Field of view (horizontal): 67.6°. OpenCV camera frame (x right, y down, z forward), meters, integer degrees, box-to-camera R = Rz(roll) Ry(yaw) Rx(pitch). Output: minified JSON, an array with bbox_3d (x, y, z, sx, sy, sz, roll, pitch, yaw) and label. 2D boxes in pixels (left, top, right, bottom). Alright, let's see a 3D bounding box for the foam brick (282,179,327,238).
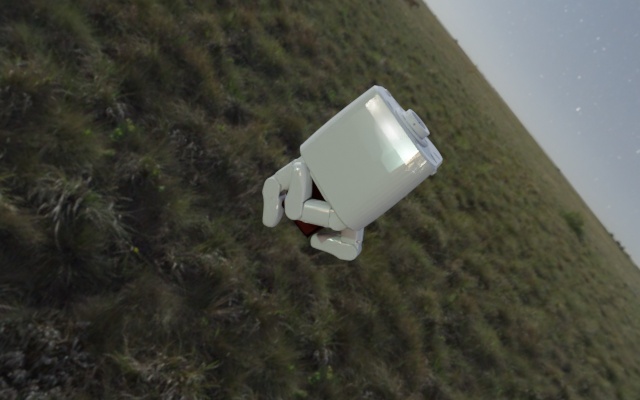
[{"bbox_3d":[0.000,0.002,0.564,0.051,0.053,0.078,-40,-4,22],"label":"foam brick"}]
